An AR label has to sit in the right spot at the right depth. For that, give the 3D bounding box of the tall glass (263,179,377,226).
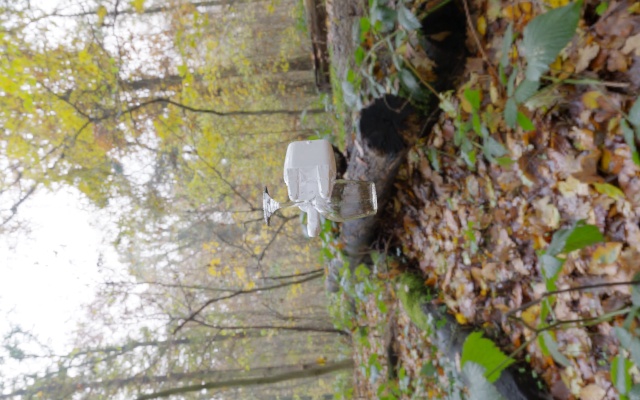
[{"bbox_3d":[-0.001,0.003,0.878,0.201,0.079,0.079,-4,0,2],"label":"tall glass"}]
